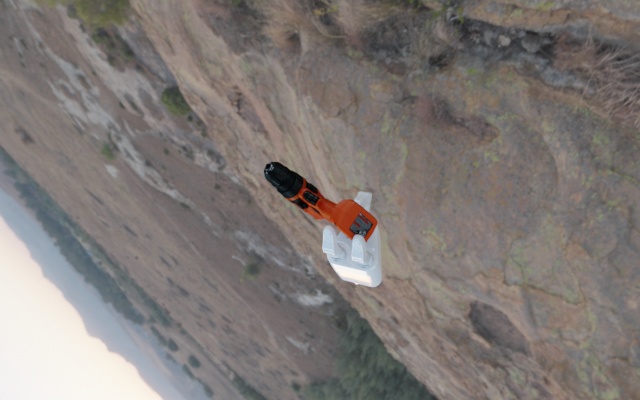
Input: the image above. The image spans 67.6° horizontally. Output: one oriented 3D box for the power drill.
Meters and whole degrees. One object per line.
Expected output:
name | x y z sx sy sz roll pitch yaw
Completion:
power drill | 0.001 0.003 0.863 0.187 0.057 0.184 30 -5 45
